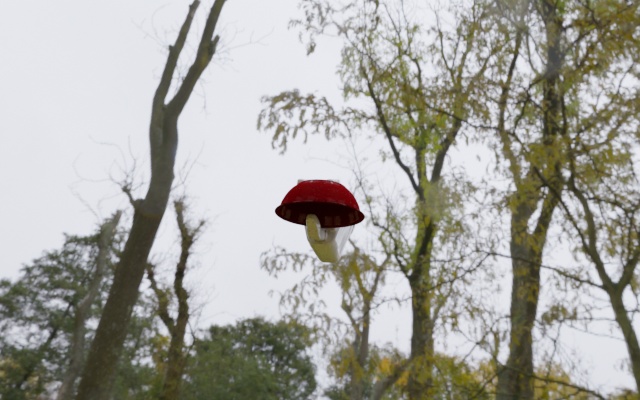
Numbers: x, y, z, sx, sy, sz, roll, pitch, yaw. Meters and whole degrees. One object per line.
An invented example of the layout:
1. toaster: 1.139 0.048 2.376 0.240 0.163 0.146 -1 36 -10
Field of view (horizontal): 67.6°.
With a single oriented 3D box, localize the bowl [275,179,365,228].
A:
1. bowl: 0.000 0.002 0.860 0.162 0.055 0.162 4 -18 1
